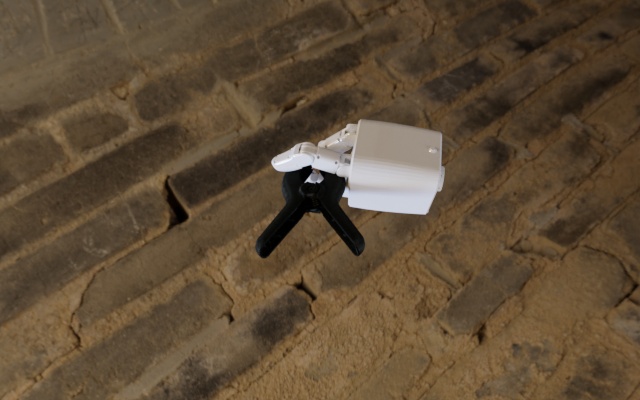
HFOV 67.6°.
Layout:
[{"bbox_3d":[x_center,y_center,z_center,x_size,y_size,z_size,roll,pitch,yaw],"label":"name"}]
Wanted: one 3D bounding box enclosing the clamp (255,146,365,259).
[{"bbox_3d":[0.000,0.002,0.569,0.120,0.171,0.039,9,-38,6],"label":"clamp"}]
